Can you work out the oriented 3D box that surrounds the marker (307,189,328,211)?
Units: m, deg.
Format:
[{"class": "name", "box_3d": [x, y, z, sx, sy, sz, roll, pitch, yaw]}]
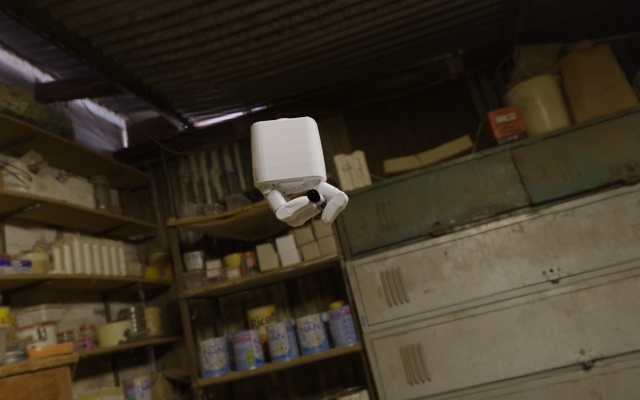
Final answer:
[{"class": "marker", "box_3d": [0.000, 0.003, 0.770, 0.020, 0.020, 0.121, 0, -12, 13]}]
